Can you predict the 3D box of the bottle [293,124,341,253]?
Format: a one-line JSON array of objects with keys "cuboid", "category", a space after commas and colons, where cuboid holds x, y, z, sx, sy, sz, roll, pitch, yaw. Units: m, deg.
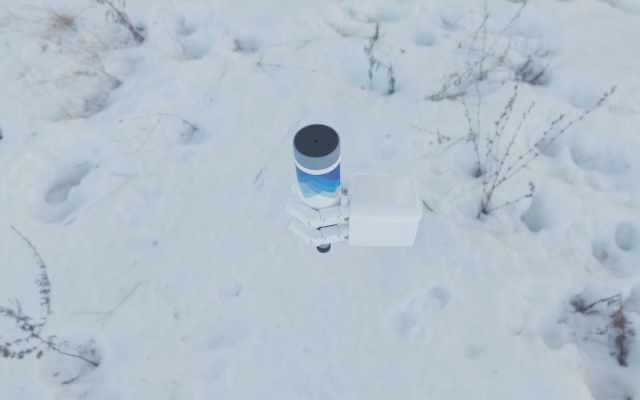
[{"cuboid": [0.000, 0.002, 0.779, 0.069, 0.069, 0.296, 0, -35, 3], "category": "bottle"}]
